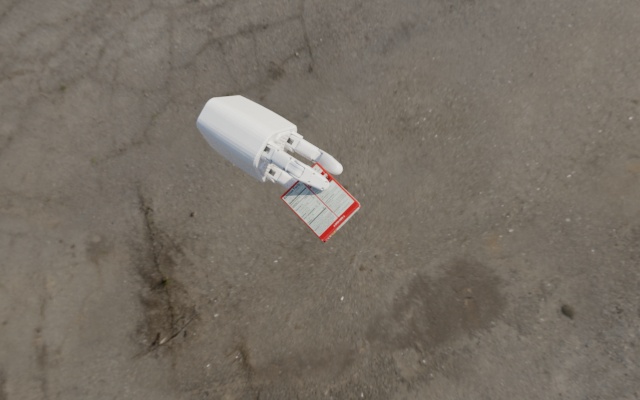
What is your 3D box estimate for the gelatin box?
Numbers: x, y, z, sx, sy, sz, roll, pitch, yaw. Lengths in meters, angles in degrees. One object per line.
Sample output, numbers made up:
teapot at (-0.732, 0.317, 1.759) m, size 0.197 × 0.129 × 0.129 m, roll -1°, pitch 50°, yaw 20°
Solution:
gelatin box at (0.000, 0.002, 0.670) m, size 0.089 × 0.073 × 0.030 m, roll 45°, pitch 0°, yaw 12°
